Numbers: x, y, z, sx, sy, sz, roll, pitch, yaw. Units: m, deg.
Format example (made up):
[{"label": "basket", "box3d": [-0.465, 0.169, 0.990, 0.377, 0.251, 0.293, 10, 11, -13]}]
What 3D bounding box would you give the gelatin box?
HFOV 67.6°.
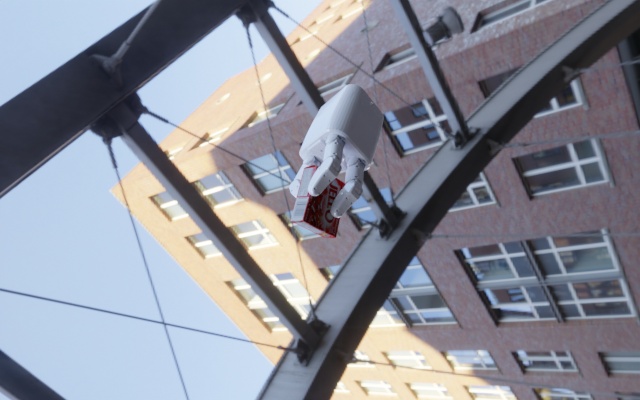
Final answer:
[{"label": "gelatin box", "box3d": [0.000, 0.003, 0.706, 0.030, 0.089, 0.073, -4, -25, 44]}]
